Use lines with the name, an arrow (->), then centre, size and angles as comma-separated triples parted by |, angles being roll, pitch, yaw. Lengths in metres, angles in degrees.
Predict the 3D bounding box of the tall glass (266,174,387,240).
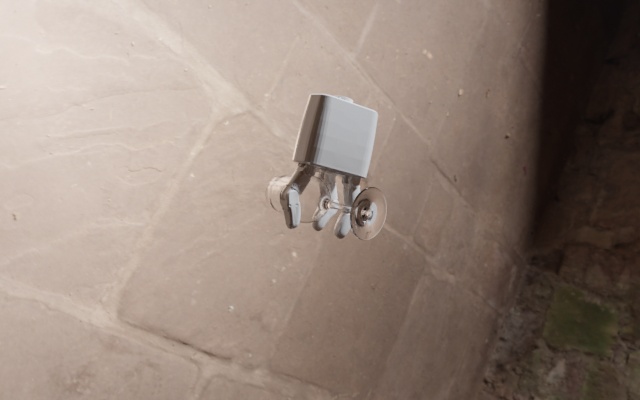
tall glass -> 0.000, 0.003, 0.723 | 0.079, 0.079, 0.201 | 0, 9, -43
